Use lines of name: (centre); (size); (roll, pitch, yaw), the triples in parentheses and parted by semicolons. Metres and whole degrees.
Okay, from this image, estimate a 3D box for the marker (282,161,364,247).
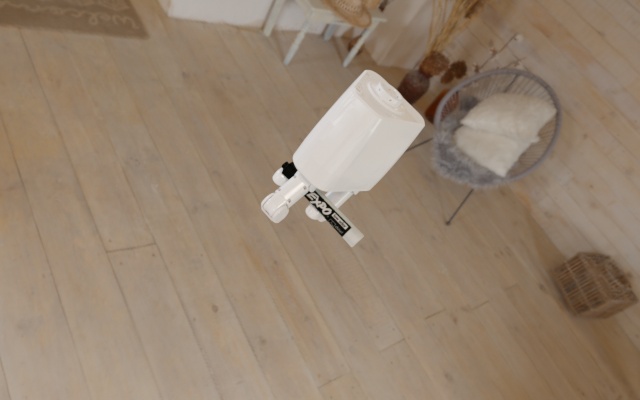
marker: (0.000, 0.002, 0.532); (0.020, 0.121, 0.020); (-42, -9, -9)
